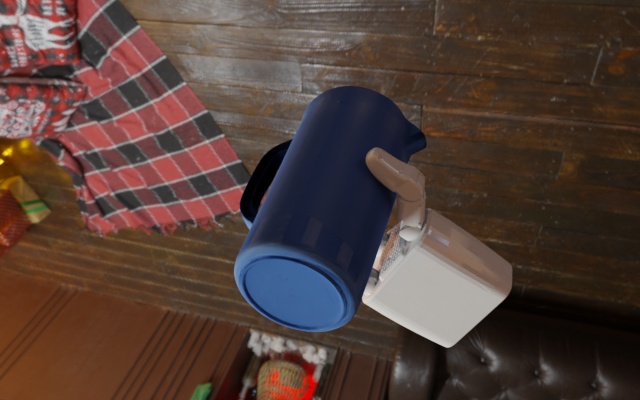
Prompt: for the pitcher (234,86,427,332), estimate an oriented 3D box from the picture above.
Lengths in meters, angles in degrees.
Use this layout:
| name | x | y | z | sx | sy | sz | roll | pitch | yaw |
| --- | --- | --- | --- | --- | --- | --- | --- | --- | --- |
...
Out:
| name | x | y | z | sx | sy | sz | roll | pitch | yaw |
| --- | --- | --- | --- | --- | --- | --- | --- | --- | --- |
| pitcher | 0.000 | 0.002 | 0.474 | 0.145 | 0.242 | 0.149 | 33 | -47 | -8 |
